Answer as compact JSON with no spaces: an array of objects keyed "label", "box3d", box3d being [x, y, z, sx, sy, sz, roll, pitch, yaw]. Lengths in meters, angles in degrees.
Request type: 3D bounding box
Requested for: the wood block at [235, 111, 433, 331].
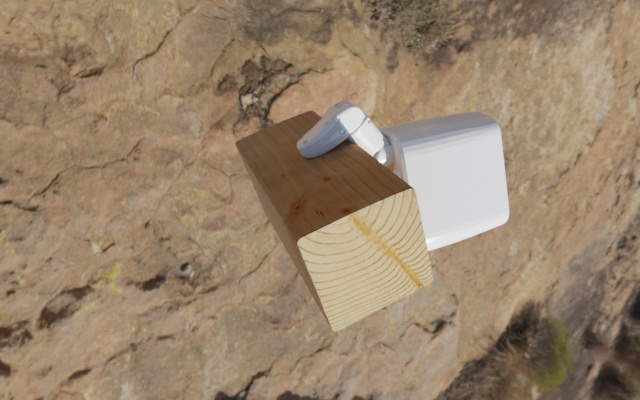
[{"label":"wood block","box3d":[0.000,0.001,0.421,0.090,0.091,0.206,-24,31,-10]}]
